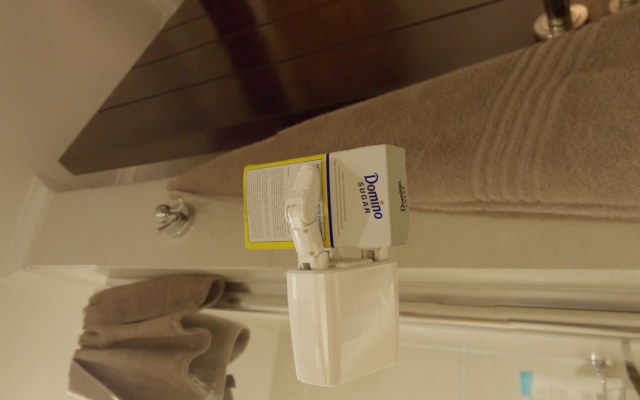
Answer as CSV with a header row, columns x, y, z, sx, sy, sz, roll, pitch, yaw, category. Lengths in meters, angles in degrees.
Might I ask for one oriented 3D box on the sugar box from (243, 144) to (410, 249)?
x,y,z,sx,sy,sz,roll,pitch,yaw,category
0.000,0.002,0.479,0.176,0.093,0.048,-4,-3,33,sugar box
